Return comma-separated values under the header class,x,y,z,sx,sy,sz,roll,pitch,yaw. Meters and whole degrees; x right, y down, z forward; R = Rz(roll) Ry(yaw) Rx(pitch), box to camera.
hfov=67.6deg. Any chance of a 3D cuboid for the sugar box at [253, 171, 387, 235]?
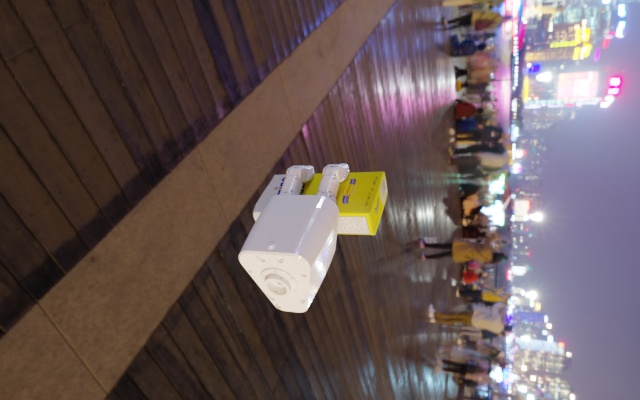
class,x,y,z,sx,sy,sz,roll,pitch,yaw
sugar box,0.000,0.002,0.677,0.176,0.048,0.093,1,40,22
